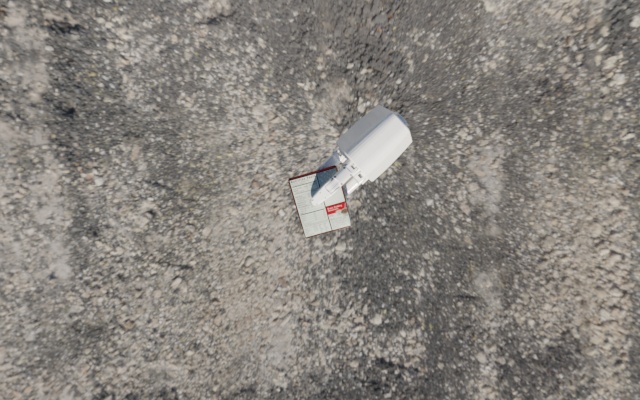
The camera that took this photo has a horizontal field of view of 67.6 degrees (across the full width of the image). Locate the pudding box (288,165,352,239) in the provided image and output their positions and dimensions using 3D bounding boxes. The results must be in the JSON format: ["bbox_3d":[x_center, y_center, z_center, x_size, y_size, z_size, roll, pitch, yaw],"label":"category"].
[{"bbox_3d":[0.000,0.003,0.846,0.090,0.113,0.039,-15,5,3],"label":"pudding box"}]
